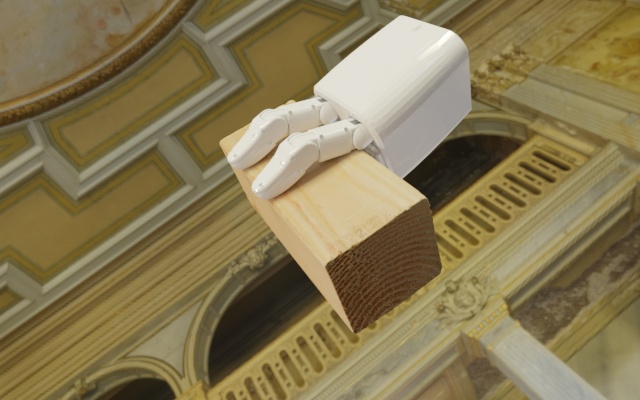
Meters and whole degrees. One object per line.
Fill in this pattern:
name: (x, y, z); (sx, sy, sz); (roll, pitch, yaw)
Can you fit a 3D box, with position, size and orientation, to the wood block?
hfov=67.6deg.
wood block: (0.000, 0.001, 0.421); (0.090, 0.091, 0.206); (-33, 42, -12)
